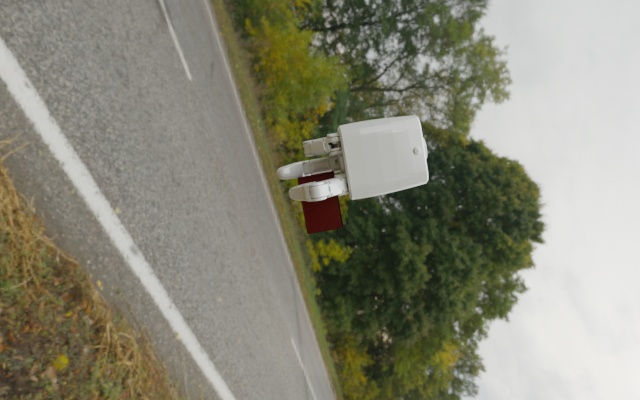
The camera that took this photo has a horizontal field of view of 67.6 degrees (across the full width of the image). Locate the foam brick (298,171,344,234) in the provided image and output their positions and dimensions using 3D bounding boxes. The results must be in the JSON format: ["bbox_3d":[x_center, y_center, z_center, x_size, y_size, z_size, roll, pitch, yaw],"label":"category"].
[{"bbox_3d":[0.000,0.002,0.661,0.051,0.078,0.053,-10,6,-1],"label":"foam brick"}]
